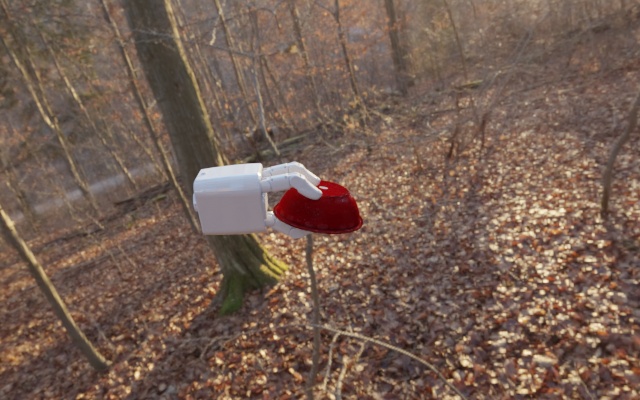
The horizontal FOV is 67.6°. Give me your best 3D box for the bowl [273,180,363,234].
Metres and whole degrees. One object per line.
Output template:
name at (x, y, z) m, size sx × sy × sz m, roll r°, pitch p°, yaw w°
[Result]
bowl at (0.001, 0.002, 0.838) m, size 0.162 × 0.055 × 0.162 m, roll 8°, pitch 18°, yaw -3°
